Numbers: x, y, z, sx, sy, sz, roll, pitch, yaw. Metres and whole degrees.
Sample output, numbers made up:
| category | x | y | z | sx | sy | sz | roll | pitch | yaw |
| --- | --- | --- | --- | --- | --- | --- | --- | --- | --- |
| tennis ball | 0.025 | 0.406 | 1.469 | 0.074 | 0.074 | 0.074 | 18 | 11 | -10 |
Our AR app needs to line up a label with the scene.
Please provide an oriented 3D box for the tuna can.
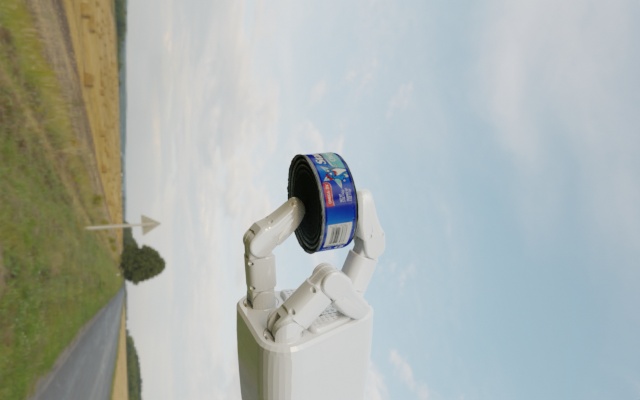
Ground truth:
| category | x | y | z | sx | sy | sz | roll | pitch | yaw |
| --- | --- | --- | --- | --- | --- | --- | --- | --- | --- |
| tuna can | 0.001 | 0.001 | 0.412 | 0.034 | 0.086 | 0.086 | -7 | 3 | -21 |
